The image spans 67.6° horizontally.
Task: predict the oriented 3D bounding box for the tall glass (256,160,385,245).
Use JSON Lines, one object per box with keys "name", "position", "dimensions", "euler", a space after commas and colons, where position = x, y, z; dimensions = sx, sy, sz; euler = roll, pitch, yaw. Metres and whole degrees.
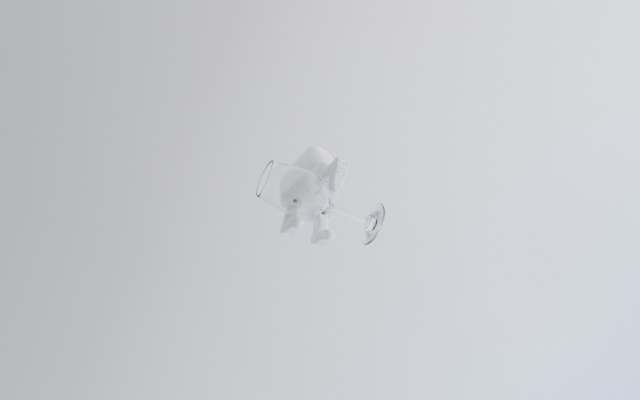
{"name": "tall glass", "position": [0.001, 0.003, 0.770], "dimensions": [0.201, 0.079, 0.079], "euler": [23, -7, -18]}
